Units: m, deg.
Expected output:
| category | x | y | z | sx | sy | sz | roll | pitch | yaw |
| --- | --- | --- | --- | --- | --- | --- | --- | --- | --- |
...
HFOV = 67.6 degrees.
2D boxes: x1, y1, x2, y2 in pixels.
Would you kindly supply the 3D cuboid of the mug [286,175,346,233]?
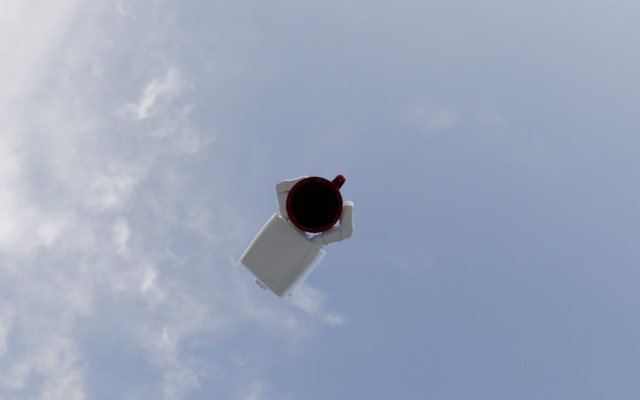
| category | x | y | z | sx | sy | sz | roll | pitch | yaw |
| --- | --- | --- | --- | --- | --- | --- | --- | --- | --- |
| mug | 0.001 | 0.002 | 0.812 | 0.093 | 0.117 | 0.081 | 39 | -4 | 8 |
